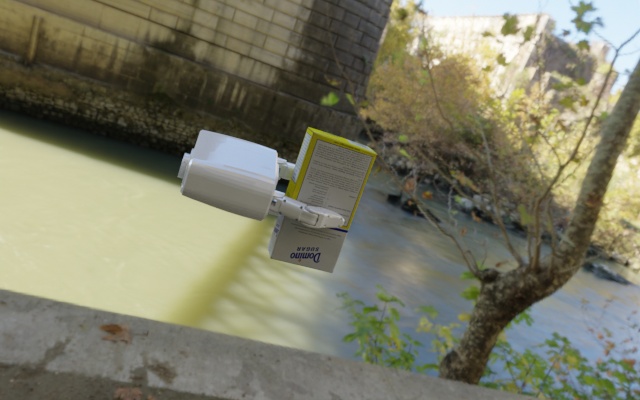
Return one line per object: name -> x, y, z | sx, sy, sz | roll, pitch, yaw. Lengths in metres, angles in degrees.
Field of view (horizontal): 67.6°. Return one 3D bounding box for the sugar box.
sugar box -> 0.000, 0.002, 0.634 | 0.093, 0.176, 0.048 | 16, 16, -17
